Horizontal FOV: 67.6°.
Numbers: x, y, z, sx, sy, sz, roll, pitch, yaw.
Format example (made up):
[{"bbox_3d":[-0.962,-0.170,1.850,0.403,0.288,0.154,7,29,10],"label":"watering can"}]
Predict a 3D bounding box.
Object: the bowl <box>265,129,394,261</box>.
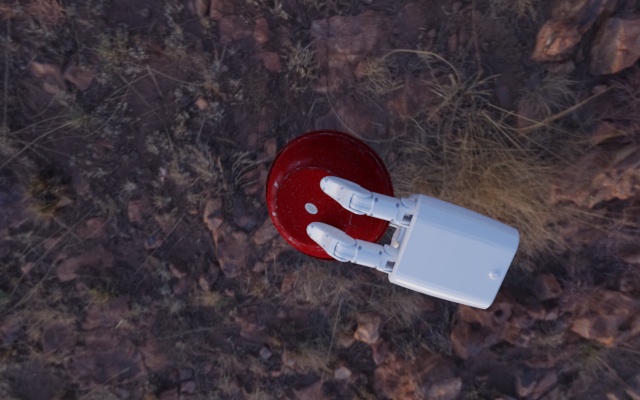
[{"bbox_3d":[-0.001,0.002,0.549,0.162,0.162,0.055,0,13,19],"label":"bowl"}]
